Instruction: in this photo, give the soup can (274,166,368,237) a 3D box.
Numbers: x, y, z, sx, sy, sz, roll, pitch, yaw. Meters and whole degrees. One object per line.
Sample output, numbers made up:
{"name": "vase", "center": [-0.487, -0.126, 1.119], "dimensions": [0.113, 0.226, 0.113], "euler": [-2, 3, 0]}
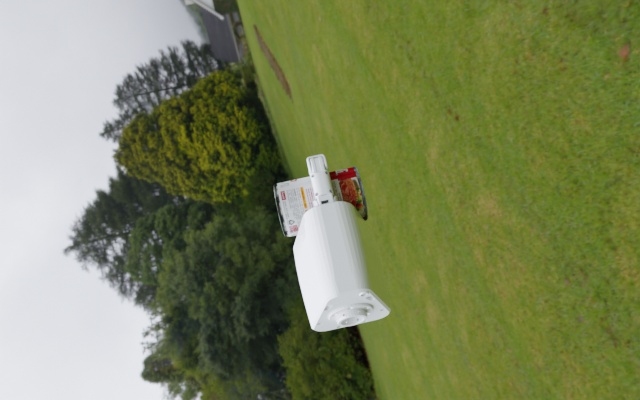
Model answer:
{"name": "soup can", "center": [0.000, 0.001, 0.580], "dimensions": [0.102, 0.068, 0.068], "euler": [-12, 0, -1]}
